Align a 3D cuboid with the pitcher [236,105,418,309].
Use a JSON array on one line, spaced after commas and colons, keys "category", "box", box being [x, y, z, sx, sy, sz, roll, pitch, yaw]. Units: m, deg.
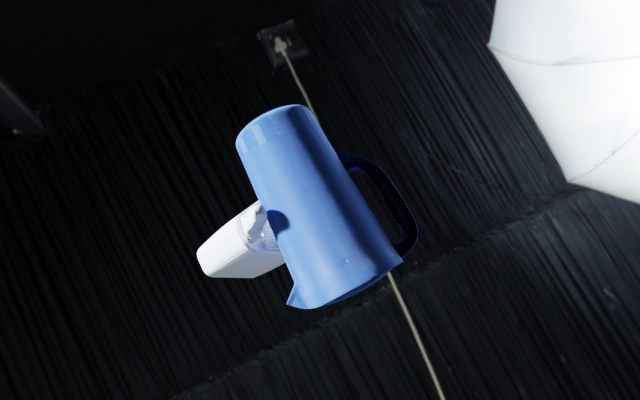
[{"category": "pitcher", "box": [0.000, 0.002, 0.604, 0.145, 0.243, 0.149, -35, -12, 37]}]
